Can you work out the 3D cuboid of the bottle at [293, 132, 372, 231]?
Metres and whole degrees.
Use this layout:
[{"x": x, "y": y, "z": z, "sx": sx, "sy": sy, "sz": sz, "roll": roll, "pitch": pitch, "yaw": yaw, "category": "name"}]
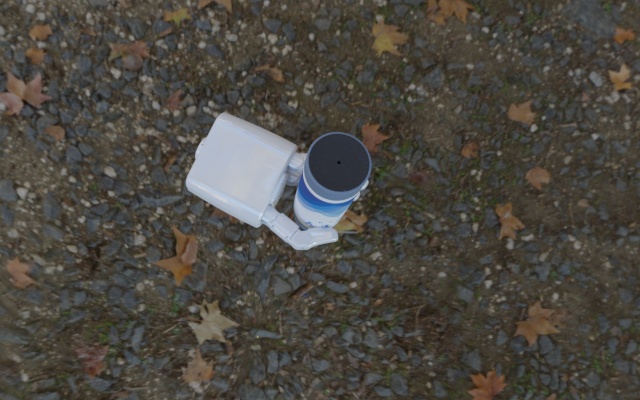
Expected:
[{"x": 0.000, "y": 0.002, "z": 0.616, "sx": 0.069, "sy": 0.069, "sz": 0.296, "roll": 0, "pitch": -16, "yaw": -8, "category": "bottle"}]
